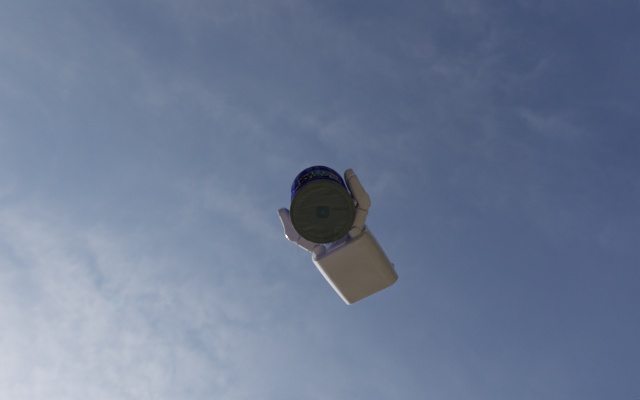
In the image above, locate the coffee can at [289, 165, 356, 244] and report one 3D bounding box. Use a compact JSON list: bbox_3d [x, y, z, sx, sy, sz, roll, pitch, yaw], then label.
[{"bbox_3d":[0.000,0.003,0.803,0.103,0.103,0.140,0,14,-3],"label":"coffee can"}]
